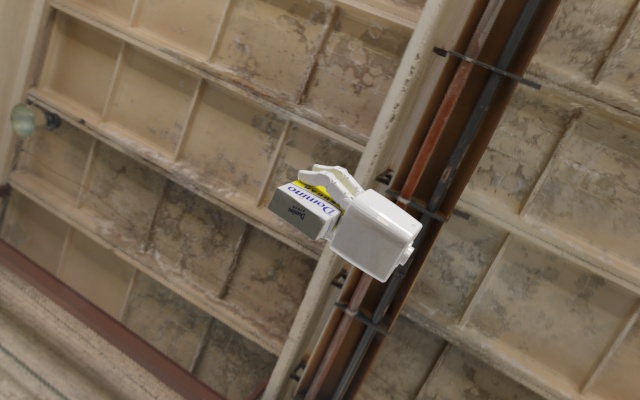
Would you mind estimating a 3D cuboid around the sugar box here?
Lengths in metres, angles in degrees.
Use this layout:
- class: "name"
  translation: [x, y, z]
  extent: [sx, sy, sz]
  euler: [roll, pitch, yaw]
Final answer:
- class: "sugar box"
  translation: [0.001, 0.002, 0.775]
  extent: [0.093, 0.048, 0.176]
  euler: [34, 21, 14]
